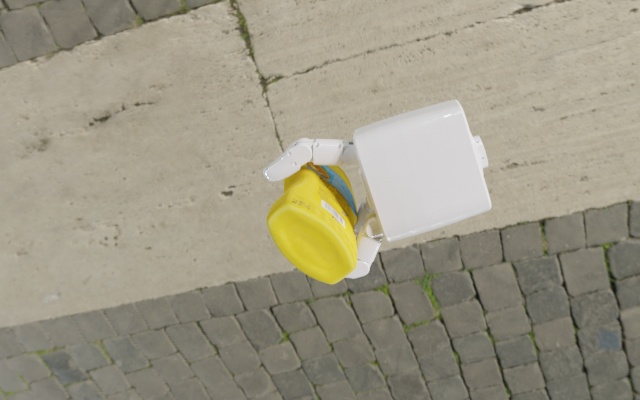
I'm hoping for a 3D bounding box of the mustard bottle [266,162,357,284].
[{"bbox_3d":[0.000,0.002,0.521,0.058,0.096,0.191,-41,16,22],"label":"mustard bottle"}]
